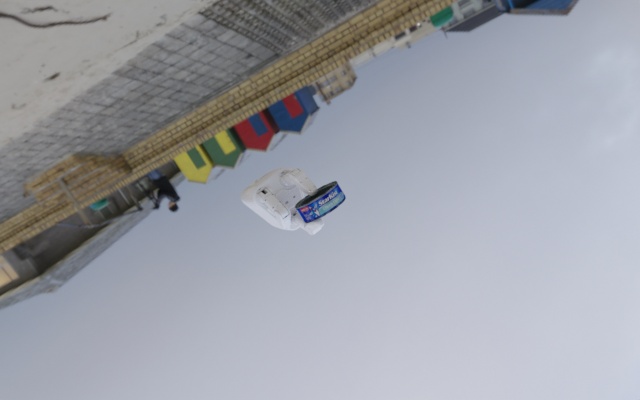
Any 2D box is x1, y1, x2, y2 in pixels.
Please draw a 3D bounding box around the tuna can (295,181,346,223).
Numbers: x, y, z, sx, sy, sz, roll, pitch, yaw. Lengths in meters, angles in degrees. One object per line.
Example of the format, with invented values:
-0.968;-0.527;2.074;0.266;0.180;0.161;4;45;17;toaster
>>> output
0.000;0.003;0.822;0.086;0.034;0.086;-30;10;6;tuna can
